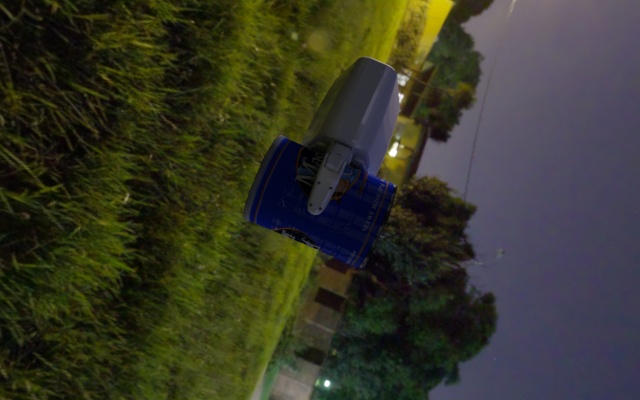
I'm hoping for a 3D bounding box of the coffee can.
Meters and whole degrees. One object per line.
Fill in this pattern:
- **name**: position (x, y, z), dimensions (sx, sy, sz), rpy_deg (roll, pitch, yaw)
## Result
- **coffee can**: position (0.000, 0.002, 0.530), dimensions (0.140, 0.103, 0.103), rpy_deg (23, 0, 1)
